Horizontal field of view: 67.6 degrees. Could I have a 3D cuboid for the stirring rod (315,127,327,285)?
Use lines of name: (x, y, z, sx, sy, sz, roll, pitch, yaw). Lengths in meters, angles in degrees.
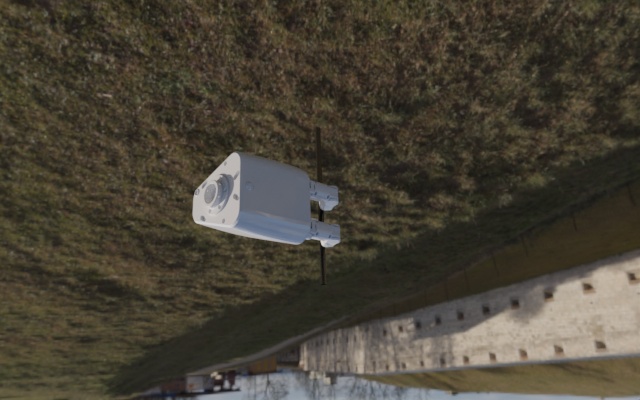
stirring rod: (0.000, 0.002, 0.697, 0.011, 0.239, 0.011, -2, -19, -1)
